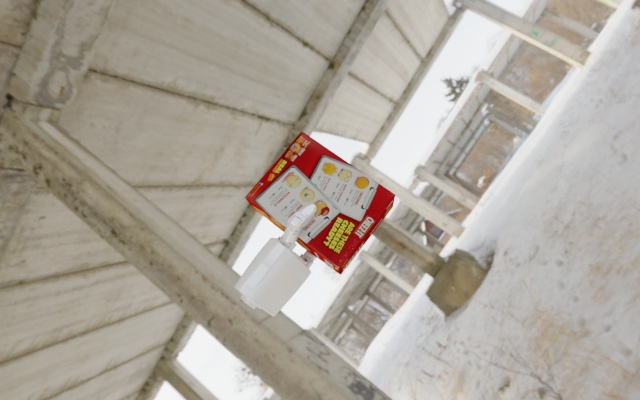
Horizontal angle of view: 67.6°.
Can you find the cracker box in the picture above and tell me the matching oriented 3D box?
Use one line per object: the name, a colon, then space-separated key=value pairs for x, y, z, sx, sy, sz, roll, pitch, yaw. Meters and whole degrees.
cracker box: x=0.000 y=0.003 z=0.858 sx=0.213 sy=0.164 sz=0.072 roll=36 pitch=-12 yaw=16
